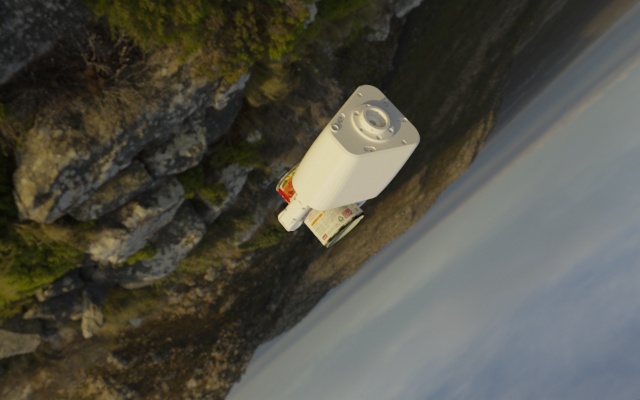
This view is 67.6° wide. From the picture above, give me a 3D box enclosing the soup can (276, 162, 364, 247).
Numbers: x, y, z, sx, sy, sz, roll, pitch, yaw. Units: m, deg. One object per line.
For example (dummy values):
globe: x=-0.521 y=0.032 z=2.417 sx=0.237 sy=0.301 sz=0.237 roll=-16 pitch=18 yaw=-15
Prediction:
soup can: x=0.000 y=0.003 z=0.627 sx=0.068 sy=0.102 sz=0.068 roll=-39 pitch=-10 yaw=-9
